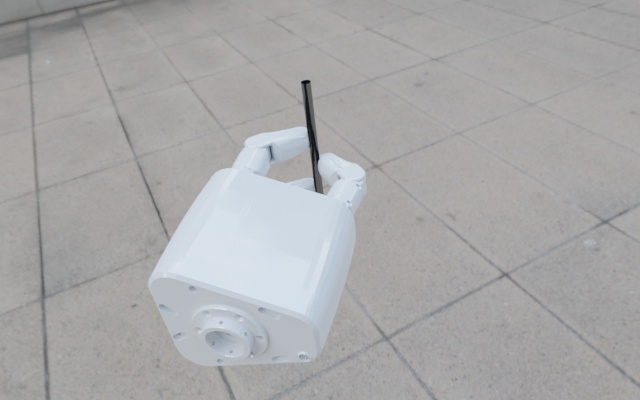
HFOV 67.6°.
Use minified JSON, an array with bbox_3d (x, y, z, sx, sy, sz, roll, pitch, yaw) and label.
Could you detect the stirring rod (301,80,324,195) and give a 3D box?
[{"bbox_3d":[0.000,0.002,0.450,0.011,0.240,0.011,-4,37,3],"label":"stirring rod"}]
